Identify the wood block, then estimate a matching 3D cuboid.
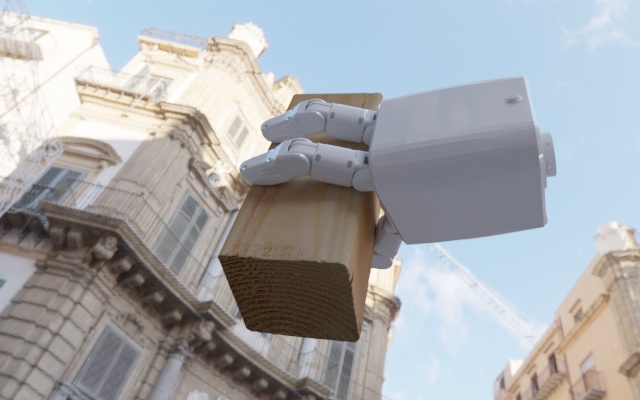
[{"bbox_3d":[0.001,0.001,0.401,0.090,0.091,0.206,2,42,14],"label":"wood block"}]
